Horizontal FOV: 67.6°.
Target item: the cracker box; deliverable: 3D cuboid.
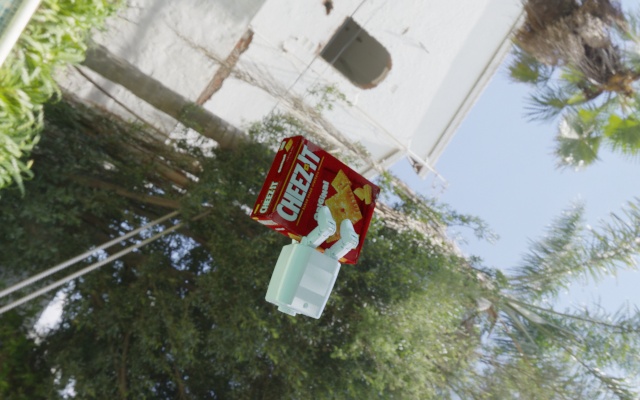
[{"bbox_3d":[0.000,0.003,0.886,0.214,0.164,0.072,31,-19,-31],"label":"cracker box"}]
